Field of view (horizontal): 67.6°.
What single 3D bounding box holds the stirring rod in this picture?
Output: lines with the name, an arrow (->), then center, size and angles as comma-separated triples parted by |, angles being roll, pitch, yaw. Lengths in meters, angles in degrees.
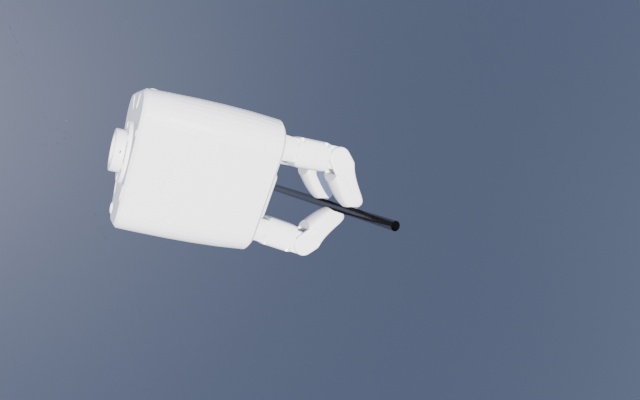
stirring rod -> 0.000, 0.002, 0.461 | 0.011, 0.011, 0.239 | 0, 8, -28
